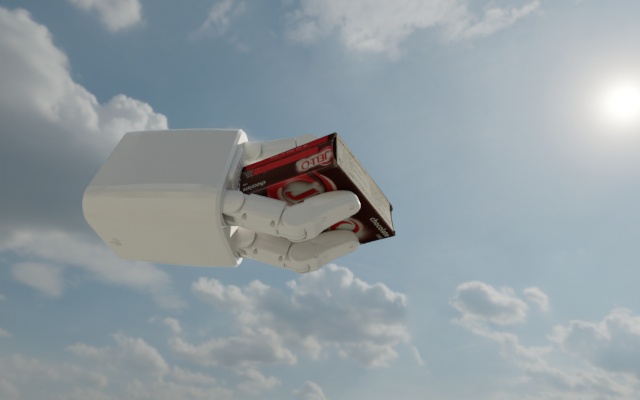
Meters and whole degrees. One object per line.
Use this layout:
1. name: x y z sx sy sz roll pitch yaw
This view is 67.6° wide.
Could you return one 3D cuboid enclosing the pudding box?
1. pudding box: 0.000 0.001 0.402 0.090 0.039 0.113 -17 -38 26
